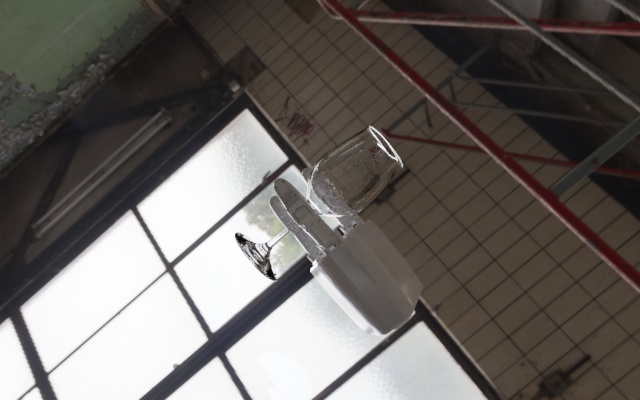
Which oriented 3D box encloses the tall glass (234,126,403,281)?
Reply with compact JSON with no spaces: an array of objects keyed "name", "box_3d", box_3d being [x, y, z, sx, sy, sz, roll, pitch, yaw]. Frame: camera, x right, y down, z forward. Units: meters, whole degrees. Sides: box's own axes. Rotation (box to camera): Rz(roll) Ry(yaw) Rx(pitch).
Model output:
[{"name":"tall glass","box_3d":[-0.001,0.002,0.554,0.201,0.079,0.079,-41,-3,3]}]
